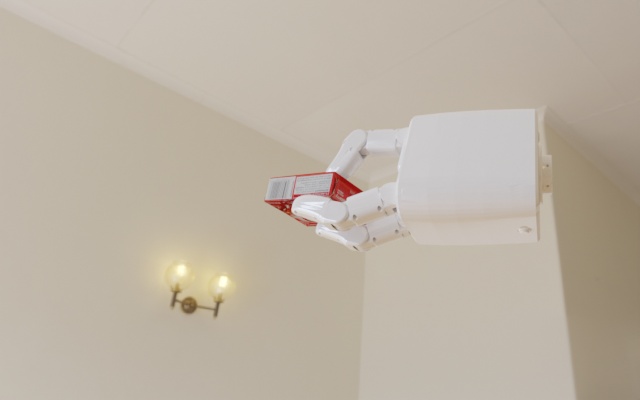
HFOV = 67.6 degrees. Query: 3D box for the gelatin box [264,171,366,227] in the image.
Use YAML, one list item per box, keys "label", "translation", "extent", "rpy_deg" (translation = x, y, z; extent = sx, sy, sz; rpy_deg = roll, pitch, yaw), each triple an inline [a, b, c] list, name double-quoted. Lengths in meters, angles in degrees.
- label: "gelatin box"
  translation: [0.000, 0.001, 0.483]
  extent: [0.089, 0.030, 0.073]
  rpy_deg: [-3, -25, 39]
